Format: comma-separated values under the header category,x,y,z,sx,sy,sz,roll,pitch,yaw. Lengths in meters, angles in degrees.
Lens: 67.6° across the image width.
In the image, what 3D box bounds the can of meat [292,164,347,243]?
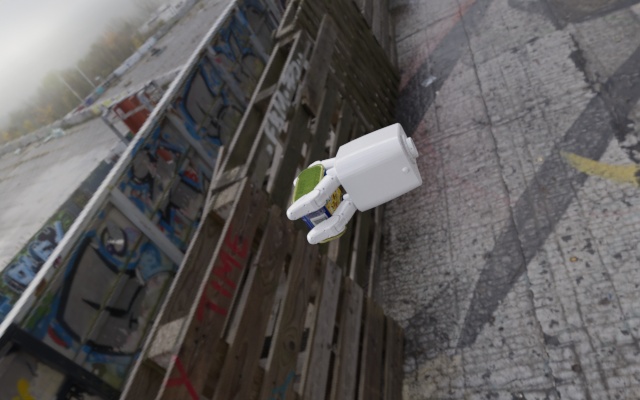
category,x,y,z,sx,sy,sz,roll,pitch,yaw
can of meat,0.000,0.002,0.775,0.057,0.084,0.102,-20,36,22
